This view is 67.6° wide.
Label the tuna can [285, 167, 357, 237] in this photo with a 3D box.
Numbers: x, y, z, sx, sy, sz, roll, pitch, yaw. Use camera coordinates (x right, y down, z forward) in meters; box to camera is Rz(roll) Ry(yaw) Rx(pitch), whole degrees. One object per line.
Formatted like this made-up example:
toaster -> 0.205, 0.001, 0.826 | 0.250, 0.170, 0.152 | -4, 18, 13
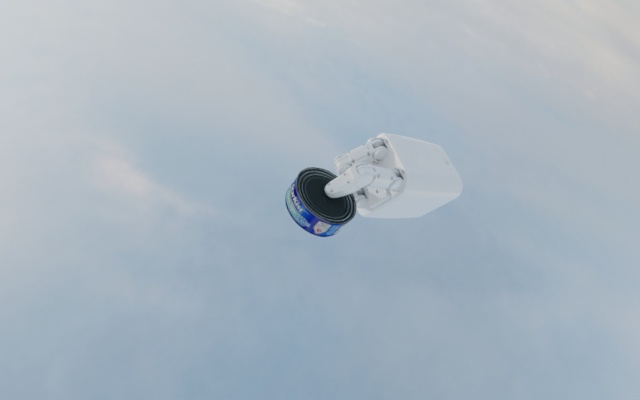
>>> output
tuna can -> 0.000, 0.002, 0.591 | 0.086, 0.086, 0.034 | 0, -36, -38
